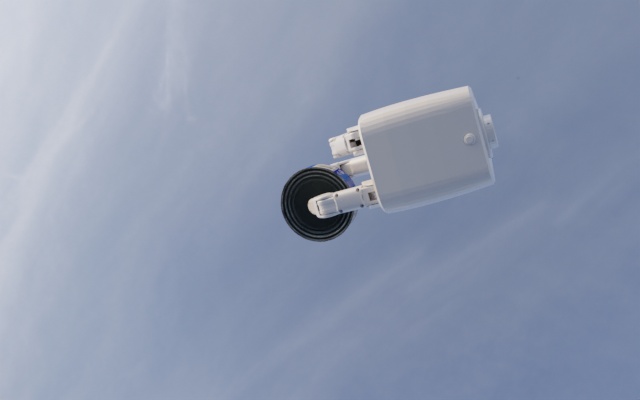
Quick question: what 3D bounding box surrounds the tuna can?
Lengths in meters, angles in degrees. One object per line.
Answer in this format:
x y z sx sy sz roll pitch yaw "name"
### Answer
0.000 0.002 0.547 0.086 0.086 0.033 0 12 17 "tuna can"
